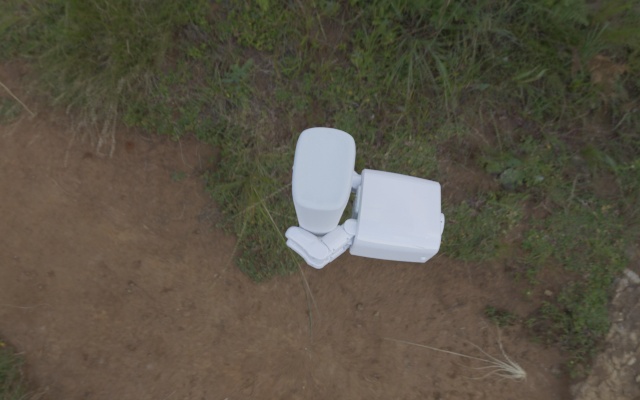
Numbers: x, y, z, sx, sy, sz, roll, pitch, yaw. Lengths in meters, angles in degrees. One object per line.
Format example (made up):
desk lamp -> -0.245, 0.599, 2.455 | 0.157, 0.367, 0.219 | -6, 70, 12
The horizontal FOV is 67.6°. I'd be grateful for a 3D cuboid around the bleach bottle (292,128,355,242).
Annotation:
bleach bottle -> 0.000, 0.002, 0.642 | 0.068, 0.102, 0.251 | 7, -17, 1
